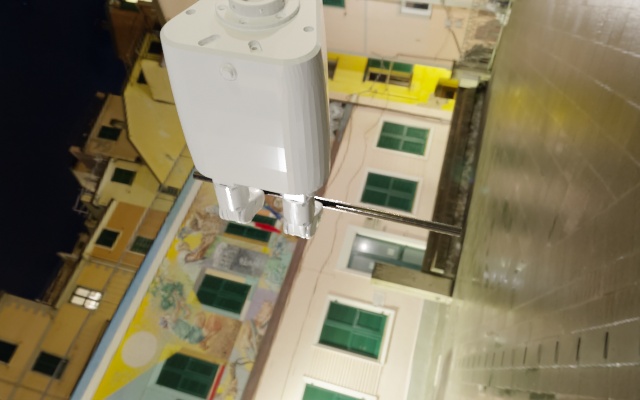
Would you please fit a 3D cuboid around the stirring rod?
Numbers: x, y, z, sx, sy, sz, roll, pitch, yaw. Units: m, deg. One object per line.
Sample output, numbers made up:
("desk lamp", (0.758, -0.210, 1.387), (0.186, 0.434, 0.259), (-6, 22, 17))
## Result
("stirring rod", (0.000, 0.001, 0.416), (0.239, 0.011, 0.011), (12, 2, 11))
